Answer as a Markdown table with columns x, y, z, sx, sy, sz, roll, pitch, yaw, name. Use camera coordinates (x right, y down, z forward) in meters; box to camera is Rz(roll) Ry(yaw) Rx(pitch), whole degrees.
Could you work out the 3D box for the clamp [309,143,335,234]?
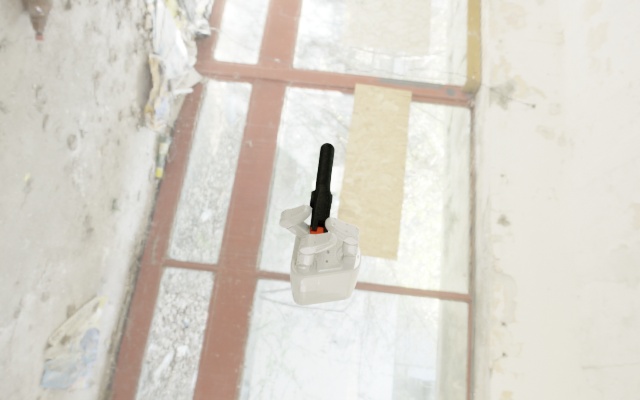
| x | y | z | sx | sy | sz | roll | pitch | yaw | name |
| --- | --- | --- | --- | --- | --- | --- | --- | --- | --- |
| 0.001 | 0.003 | 0.779 | 0.039 | 0.171 | 0.120 | 6 | -39 | 2 | clamp |
